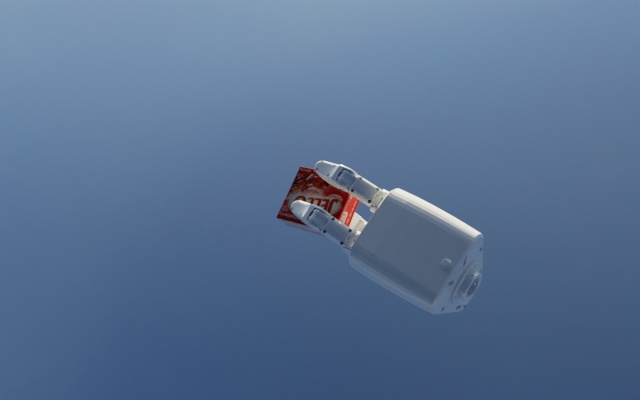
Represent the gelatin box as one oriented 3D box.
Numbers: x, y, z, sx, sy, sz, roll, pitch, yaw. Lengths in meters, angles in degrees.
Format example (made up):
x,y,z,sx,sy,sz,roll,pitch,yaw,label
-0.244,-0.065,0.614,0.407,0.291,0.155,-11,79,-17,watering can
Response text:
x,y,z,sx,sy,sz,roll,pitch,yaw,label
0.000,0.002,0.574,0.089,0.073,0.030,13,-18,36,gelatin box
